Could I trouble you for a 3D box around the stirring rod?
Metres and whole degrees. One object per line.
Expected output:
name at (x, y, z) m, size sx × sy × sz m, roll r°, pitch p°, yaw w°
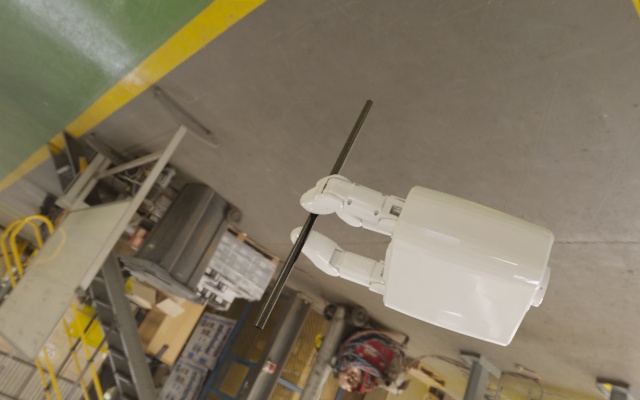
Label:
stirring rod at (0.000, 0.001, 0.423) m, size 0.011 × 0.239 × 0.011 m, roll 22°, pitch -24°, yaw 11°
